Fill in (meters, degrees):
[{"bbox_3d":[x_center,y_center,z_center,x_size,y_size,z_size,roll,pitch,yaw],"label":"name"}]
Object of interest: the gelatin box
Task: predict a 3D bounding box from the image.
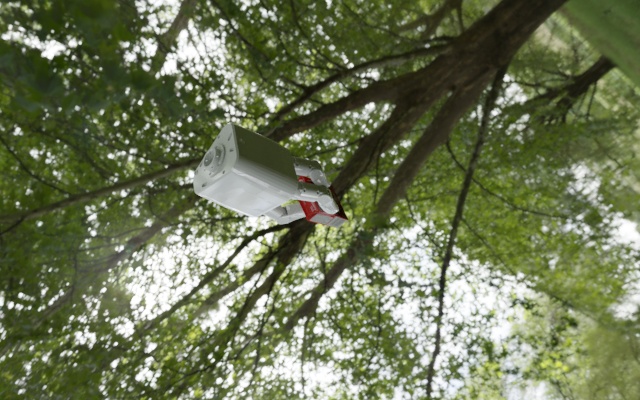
[{"bbox_3d":[0.000,0.003,0.785,0.030,0.073,0.089,-38,-30,23],"label":"gelatin box"}]
